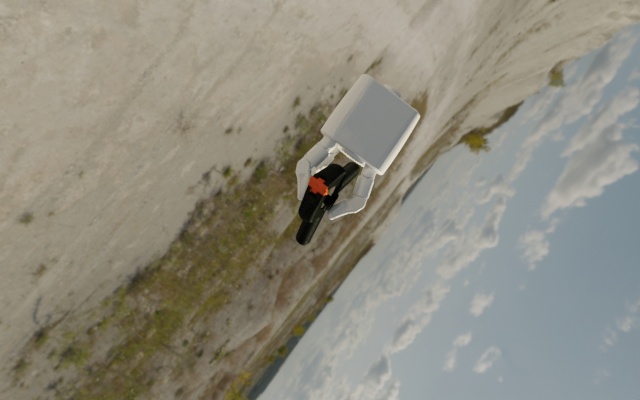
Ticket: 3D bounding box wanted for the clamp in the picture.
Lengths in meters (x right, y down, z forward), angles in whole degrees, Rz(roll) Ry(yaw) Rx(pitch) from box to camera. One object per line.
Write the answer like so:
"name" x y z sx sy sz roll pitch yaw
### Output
"clamp" 0.001 0.003 0.717 0.036 0.164 0.210 34 3 8
